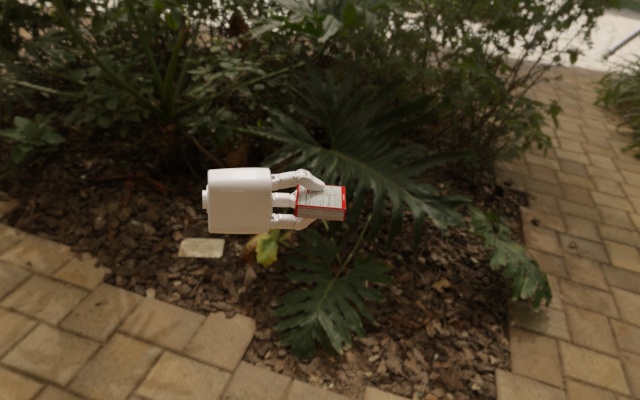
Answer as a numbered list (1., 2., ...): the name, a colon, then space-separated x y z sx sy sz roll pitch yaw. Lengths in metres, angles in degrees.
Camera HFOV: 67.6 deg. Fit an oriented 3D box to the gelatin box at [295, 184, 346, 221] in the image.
1. gelatin box: 0.001 0.002 0.851 0.089 0.030 0.073 4 33 -1
